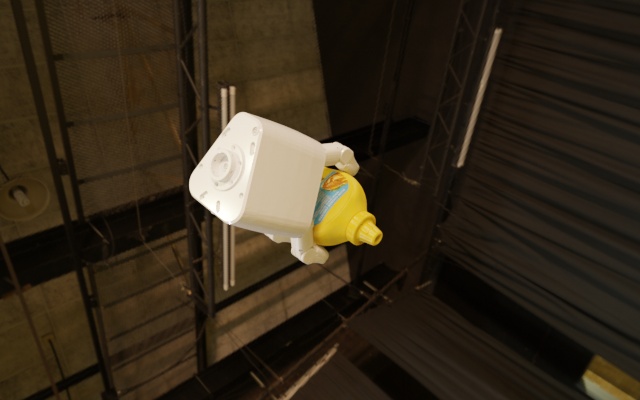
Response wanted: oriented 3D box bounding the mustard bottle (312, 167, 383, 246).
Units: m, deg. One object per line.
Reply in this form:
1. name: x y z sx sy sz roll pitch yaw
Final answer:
1. mustard bottle: 0.000 0.002 0.605 0.191 0.096 0.058 32 -14 35
